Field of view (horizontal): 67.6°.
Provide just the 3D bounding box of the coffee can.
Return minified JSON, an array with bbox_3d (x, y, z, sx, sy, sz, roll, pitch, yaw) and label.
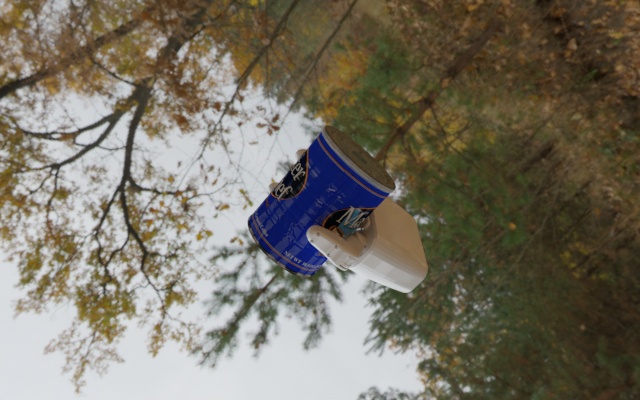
[{"bbox_3d":[0.000,0.002,0.538,0.103,0.140,0.102,37,18,-14],"label":"coffee can"}]
